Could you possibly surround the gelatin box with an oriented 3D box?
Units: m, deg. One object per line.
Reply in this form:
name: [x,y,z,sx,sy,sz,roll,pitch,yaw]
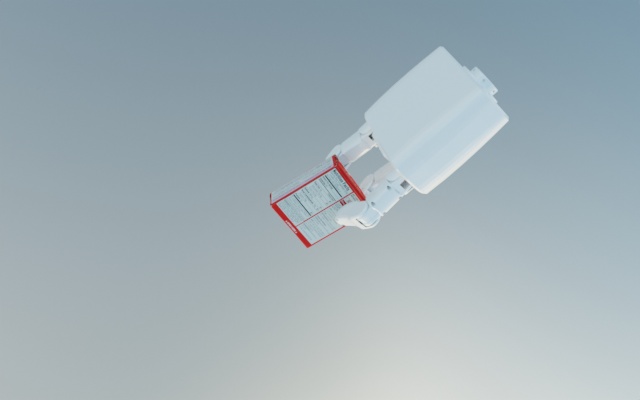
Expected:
gelatin box: [0.000,0.002,0.530,0.089,0.073,0.030,-31,30,13]
